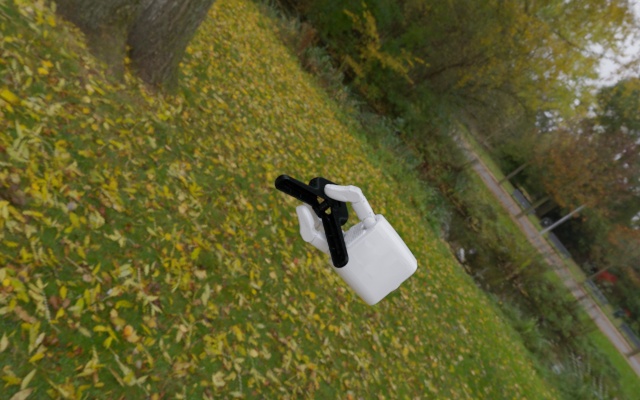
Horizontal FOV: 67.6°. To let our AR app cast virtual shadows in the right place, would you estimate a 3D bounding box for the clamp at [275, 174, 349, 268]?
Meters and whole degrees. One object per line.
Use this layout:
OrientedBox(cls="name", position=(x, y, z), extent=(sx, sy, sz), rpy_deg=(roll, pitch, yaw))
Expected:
OrientedBox(cls="clamp", position=(0.001, 0.002, 0.782), extent=(0.036, 0.164, 0.210), rpy_deg=(-34, 12, 19))
